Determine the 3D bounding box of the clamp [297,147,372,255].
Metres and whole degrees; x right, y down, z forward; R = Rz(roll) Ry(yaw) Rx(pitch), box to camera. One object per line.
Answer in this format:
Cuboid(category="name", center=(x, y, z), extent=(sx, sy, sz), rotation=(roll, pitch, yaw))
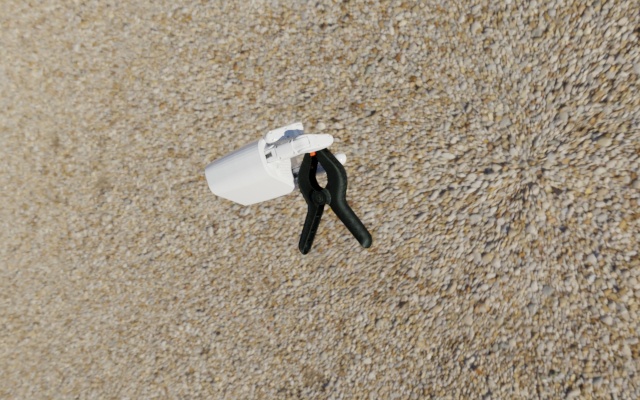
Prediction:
Cuboid(category="clamp", center=(0.000, 0.002, 0.712), extent=(0.120, 0.171, 0.039), rotation=(-19, -4, 23))
